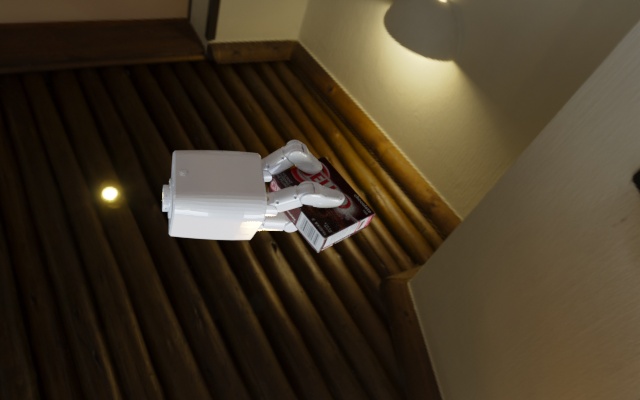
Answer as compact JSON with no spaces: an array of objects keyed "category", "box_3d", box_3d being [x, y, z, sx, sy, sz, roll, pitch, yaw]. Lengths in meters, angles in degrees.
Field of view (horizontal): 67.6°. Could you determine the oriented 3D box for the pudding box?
[{"category":"pudding box","box_3d":[0.000,0.002,0.618,0.090,0.113,0.039,-24,-25,-35]}]
